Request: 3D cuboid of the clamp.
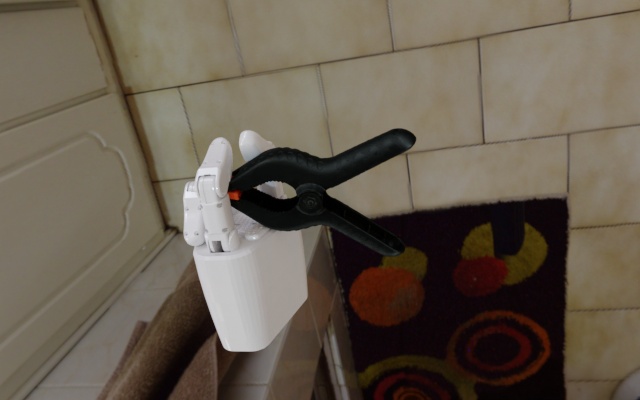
[{"bbox_3d":[0.000,0.002,0.418,0.171,0.120,0.039,-3,24,12],"label":"clamp"}]
